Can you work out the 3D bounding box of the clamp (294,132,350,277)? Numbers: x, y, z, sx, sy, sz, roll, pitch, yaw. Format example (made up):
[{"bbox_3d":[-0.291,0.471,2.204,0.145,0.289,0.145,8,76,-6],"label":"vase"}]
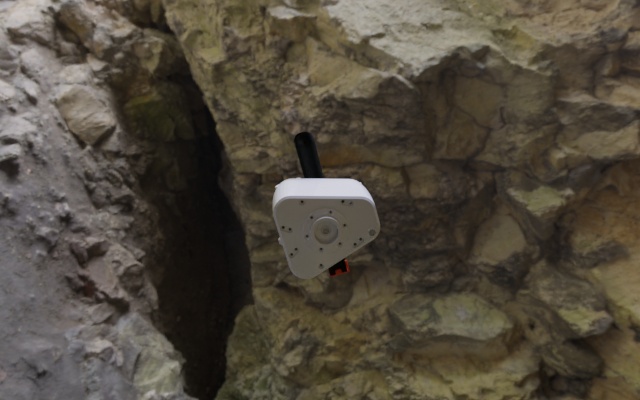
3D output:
[{"bbox_3d":[0.001,0.003,0.682,0.036,0.210,0.164,-15,11,1],"label":"clamp"}]
